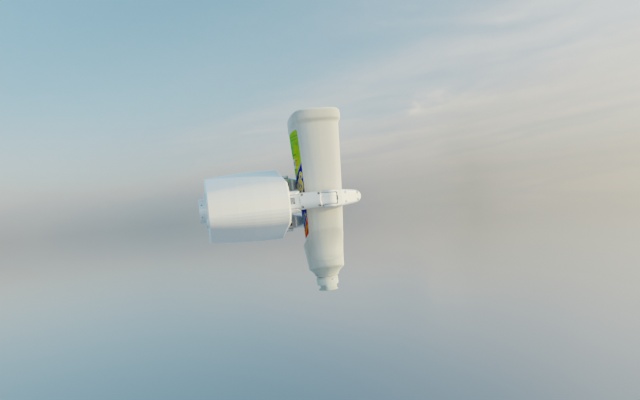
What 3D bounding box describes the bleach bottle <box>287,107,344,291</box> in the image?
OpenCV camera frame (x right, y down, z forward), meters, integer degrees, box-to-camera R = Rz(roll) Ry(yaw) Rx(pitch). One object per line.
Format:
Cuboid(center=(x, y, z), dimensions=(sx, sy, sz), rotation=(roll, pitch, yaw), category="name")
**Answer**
Cuboid(center=(0.000, 0.002, 0.678), dimensions=(0.068, 0.251, 0.102), rotation=(-6, -1, -12), category="bleach bottle")
